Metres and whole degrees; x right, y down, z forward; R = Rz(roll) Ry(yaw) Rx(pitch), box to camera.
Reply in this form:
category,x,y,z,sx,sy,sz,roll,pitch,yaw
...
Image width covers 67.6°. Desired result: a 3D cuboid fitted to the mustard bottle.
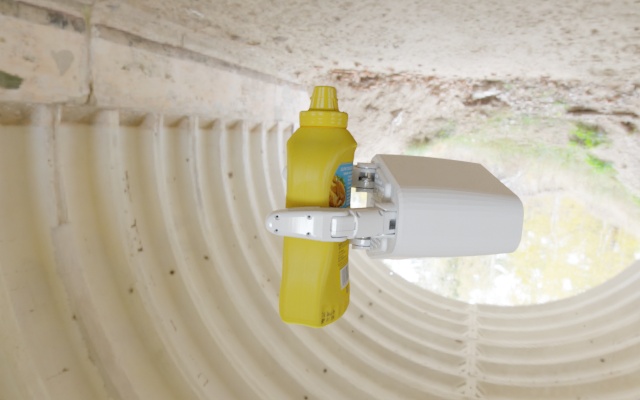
category,x,y,z,sx,sy,sz,roll,pitch,yaw
mustard bottle,0.000,0.002,0.405,0.058,0.191,0.096,5,9,16
